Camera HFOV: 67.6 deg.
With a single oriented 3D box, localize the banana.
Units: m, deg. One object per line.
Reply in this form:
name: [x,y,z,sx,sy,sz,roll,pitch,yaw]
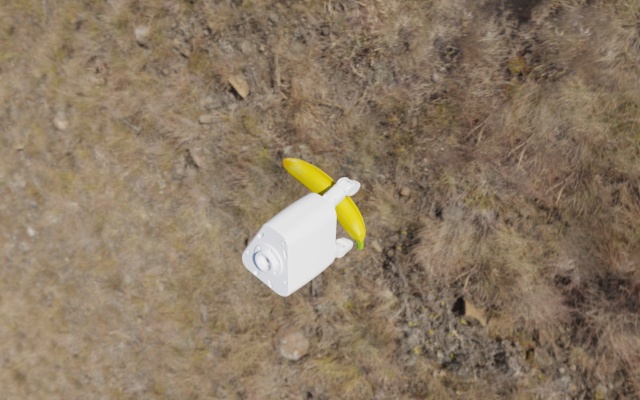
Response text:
banana: [0.011,-0.003,0.768,0.037,0.198,0.070,-36,-6,-40]
